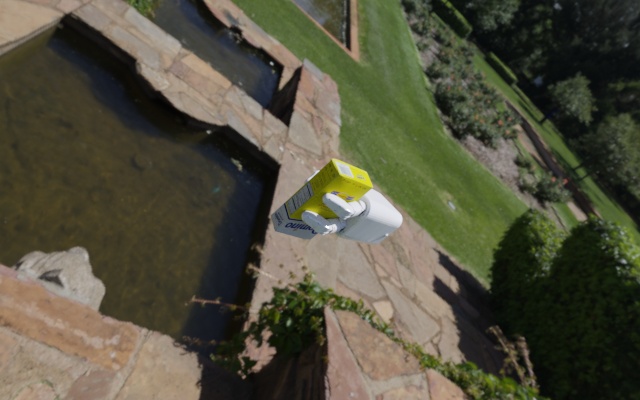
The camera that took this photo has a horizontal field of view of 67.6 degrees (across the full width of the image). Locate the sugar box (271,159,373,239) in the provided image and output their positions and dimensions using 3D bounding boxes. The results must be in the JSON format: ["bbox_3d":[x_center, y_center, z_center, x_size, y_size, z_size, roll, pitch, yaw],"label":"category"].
[{"bbox_3d":[0.000,0.003,0.869,0.093,0.048,0.176,18,-51,-41],"label":"sugar box"}]
